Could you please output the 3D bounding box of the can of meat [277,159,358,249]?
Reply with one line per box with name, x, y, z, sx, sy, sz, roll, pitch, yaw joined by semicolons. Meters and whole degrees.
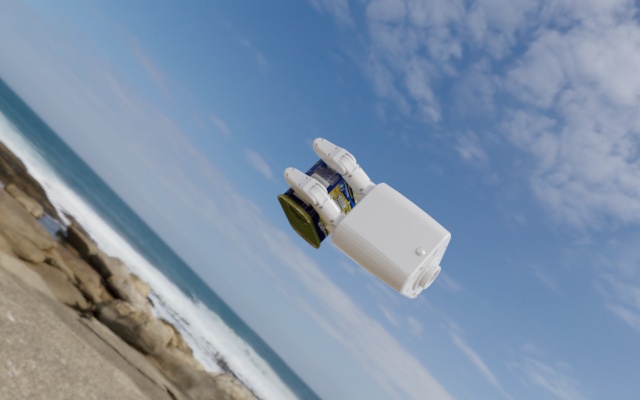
can of meat;0.000;0.002;0.626;0.057;0.084;0.102;37;-18;29
